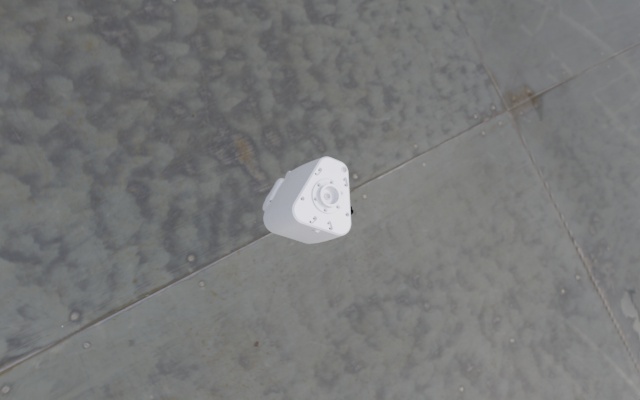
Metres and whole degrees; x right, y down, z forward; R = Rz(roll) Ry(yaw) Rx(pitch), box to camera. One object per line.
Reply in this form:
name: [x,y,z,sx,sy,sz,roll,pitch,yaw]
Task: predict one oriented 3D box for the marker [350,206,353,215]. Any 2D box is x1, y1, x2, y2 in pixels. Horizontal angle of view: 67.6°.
marker: [0.000,0.003,0.775,0.121,0.020,0.020,18,-7,-23]
